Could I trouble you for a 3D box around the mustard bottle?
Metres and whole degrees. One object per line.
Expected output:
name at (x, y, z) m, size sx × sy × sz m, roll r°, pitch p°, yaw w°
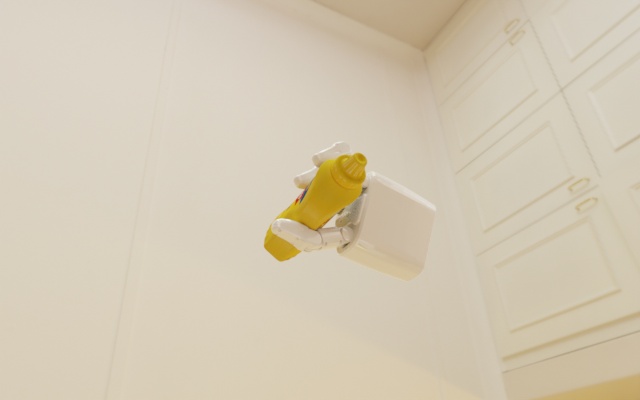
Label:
mustard bottle at (0.000, 0.002, 0.596) m, size 0.096 × 0.058 × 0.192 m, roll -47°, pitch 1°, yaw -43°
